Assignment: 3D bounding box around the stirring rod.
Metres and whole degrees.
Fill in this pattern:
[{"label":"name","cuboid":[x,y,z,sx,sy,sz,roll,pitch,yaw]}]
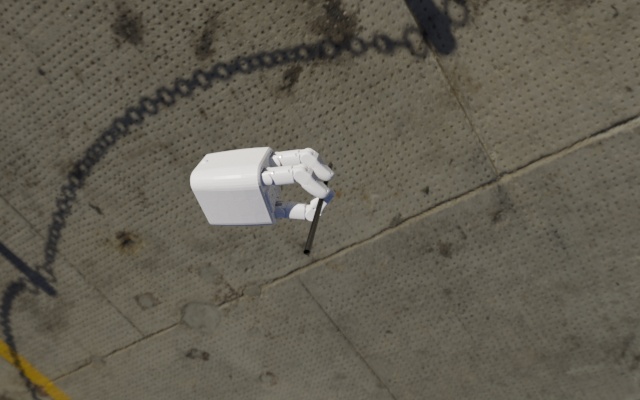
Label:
[{"label":"stirring rod","cuboid":[0.000,0.002,0.670,0.011,0.011,0.239,0,30,9]}]
